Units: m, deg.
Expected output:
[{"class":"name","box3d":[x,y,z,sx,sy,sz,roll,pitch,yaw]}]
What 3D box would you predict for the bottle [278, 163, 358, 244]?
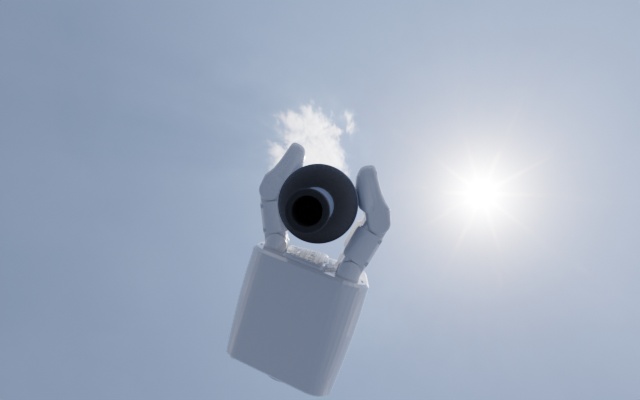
[{"class":"bottle","box3d":[0.000,0.001,0.430,0.069,0.069,0.295,0,2,3]}]
